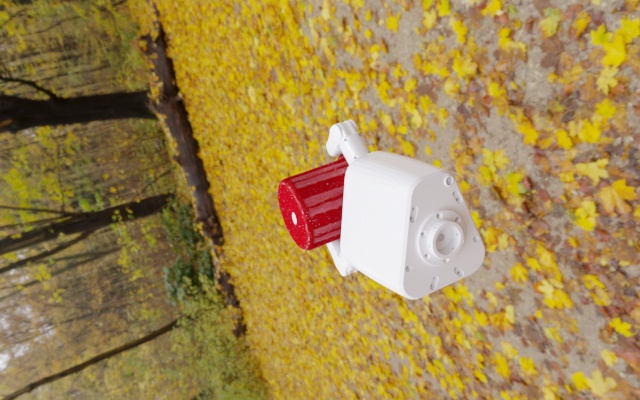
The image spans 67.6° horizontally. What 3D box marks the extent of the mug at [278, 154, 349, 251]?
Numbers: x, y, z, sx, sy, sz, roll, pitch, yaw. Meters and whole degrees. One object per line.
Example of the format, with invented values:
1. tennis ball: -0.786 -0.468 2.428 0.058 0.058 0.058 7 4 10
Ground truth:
1. mug: -0.001 0.001 0.531 0.081 0.093 0.117 -20 19 -20
